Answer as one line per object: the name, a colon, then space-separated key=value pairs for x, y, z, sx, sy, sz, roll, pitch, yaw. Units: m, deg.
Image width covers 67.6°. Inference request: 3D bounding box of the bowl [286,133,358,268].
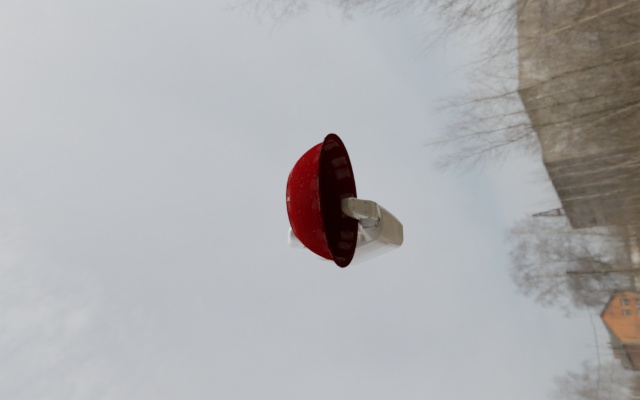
bowl: x=-0.001 y=0.001 z=0.579 sx=0.055 sy=0.162 sz=0.162 roll=-5 pitch=-2 yaw=18
